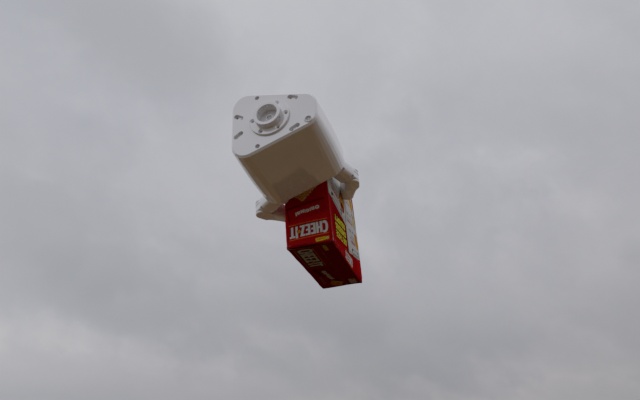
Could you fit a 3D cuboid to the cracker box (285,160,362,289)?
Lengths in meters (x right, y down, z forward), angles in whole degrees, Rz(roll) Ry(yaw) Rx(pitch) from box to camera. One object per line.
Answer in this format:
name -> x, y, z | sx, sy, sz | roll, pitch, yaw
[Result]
cracker box -> 0.000, 0.002, 0.706 | 0.072, 0.213, 0.164 | -13, -31, 13
